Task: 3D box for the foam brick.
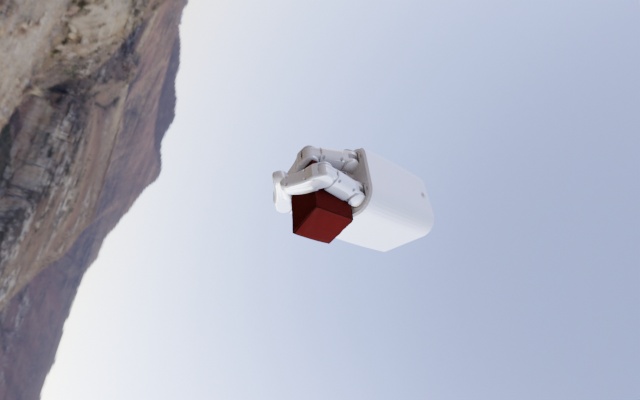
[{"bbox_3d":[0.000,0.002,0.559,0.051,0.078,0.053,21,-48,-27],"label":"foam brick"}]
